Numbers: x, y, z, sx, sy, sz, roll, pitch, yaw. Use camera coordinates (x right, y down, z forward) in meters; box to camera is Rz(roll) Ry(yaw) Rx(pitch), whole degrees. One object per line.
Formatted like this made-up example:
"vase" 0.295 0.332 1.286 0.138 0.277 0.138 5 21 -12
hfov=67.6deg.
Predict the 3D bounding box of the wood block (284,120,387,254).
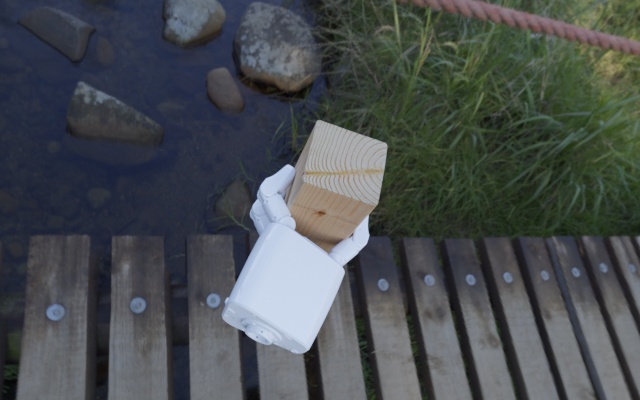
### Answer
"wood block" 0.000 0.002 0.620 0.091 0.090 0.206 18 -31 -9
